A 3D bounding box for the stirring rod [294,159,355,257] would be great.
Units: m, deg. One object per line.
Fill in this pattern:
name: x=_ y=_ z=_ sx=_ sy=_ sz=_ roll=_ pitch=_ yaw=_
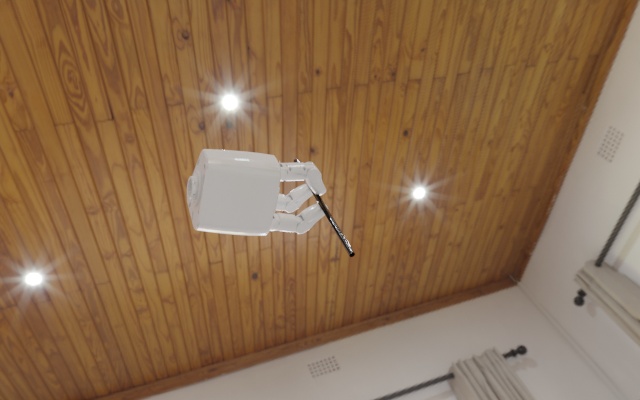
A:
stirring rod: x=0.000 y=0.002 z=0.722 sx=0.011 sy=0.011 sz=0.239 roll=0 pitch=36 yaw=-25
